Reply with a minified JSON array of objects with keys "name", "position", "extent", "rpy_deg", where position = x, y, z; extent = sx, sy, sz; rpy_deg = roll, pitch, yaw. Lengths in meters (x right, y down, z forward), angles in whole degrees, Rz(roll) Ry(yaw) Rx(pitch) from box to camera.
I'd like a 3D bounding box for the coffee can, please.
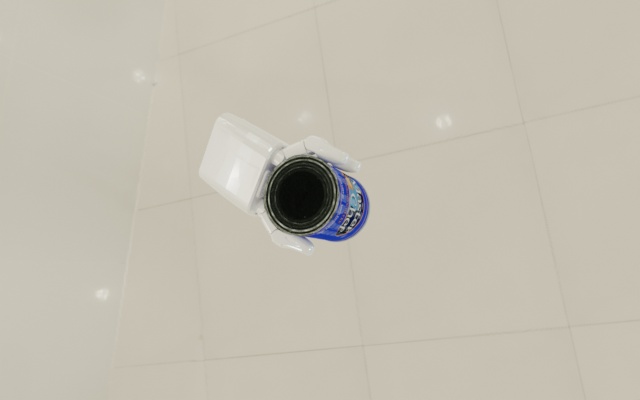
[{"name":"coffee can","position":[0.000,0.002,0.649],"extent":[0.103,0.103,0.140],"rpy_deg":[0,-7,21]}]
